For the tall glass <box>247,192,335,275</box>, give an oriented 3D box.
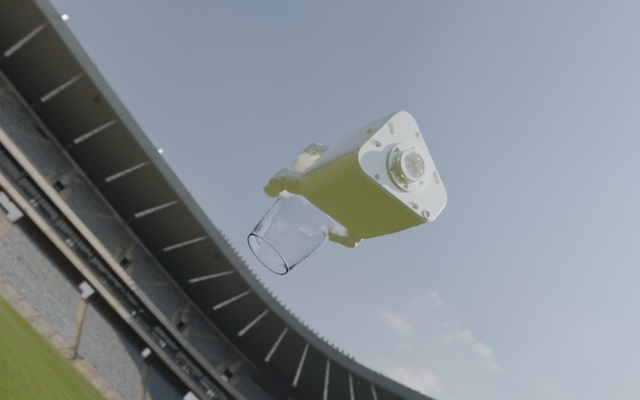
[{"bbox_3d":[0.000,0.002,0.594,0.079,0.079,0.201,0,38,52],"label":"tall glass"}]
